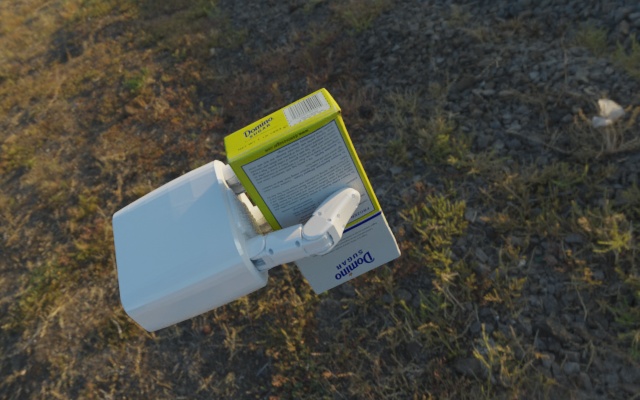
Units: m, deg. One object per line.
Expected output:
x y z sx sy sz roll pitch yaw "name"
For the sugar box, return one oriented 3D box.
0.000 0.001 0.418 0.093 0.176 0.048 -25 42 3 "sugar box"
